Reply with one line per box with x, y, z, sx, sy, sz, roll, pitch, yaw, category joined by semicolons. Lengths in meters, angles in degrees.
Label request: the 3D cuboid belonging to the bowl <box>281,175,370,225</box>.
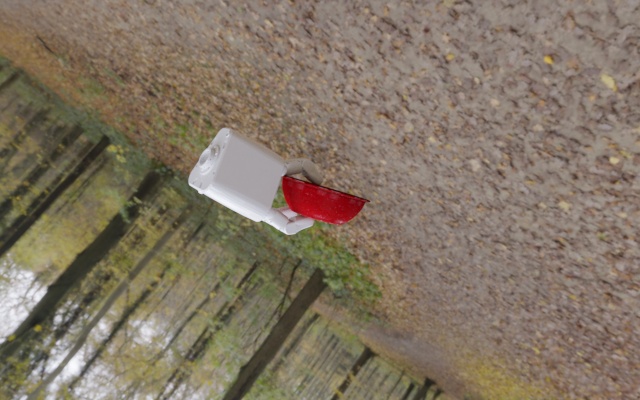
0.001;0.003;0.813;0.162;0.055;0.162;16;3;-1;bowl
